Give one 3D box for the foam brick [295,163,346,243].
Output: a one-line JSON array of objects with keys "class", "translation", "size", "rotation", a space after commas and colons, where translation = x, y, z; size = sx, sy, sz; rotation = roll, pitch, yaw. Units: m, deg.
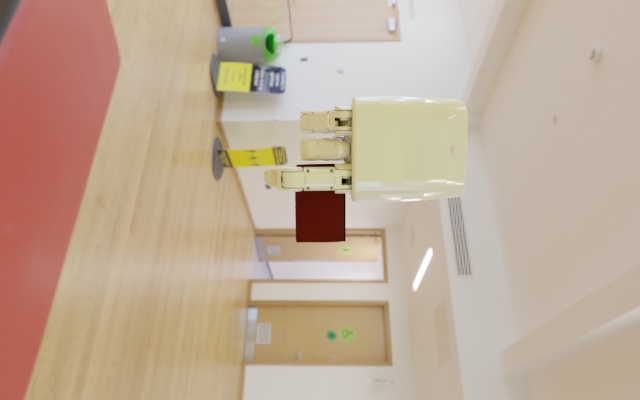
[{"class": "foam brick", "translation": [0.000, 0.002, 0.493], "size": [0.051, 0.078, 0.053], "rotation": [0, 8, -1]}]
